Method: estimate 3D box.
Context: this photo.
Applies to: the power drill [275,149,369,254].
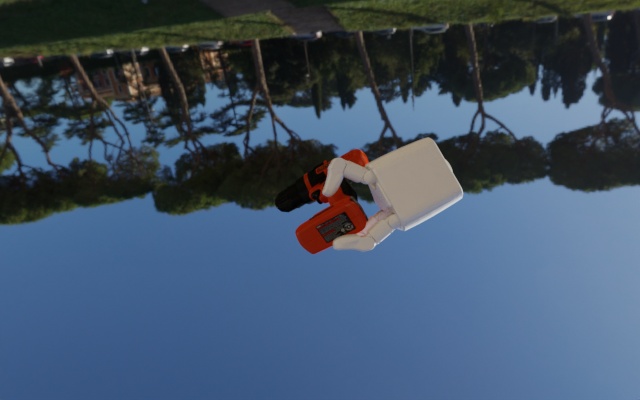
[{"bbox_3d":[0.000,0.003,0.777,0.184,0.057,0.187,-30,28,16],"label":"power drill"}]
